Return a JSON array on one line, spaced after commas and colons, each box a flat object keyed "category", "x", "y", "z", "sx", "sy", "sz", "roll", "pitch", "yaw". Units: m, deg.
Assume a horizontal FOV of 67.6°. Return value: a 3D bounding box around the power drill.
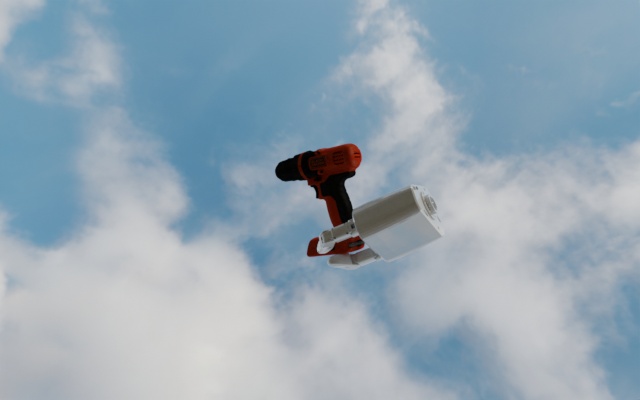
[{"category": "power drill", "x": 0.000, "y": 0.003, "z": 0.843, "sx": 0.184, "sy": 0.187, "sz": 0.057, "roll": -9, "pitch": 1, "yaw": 40}]
